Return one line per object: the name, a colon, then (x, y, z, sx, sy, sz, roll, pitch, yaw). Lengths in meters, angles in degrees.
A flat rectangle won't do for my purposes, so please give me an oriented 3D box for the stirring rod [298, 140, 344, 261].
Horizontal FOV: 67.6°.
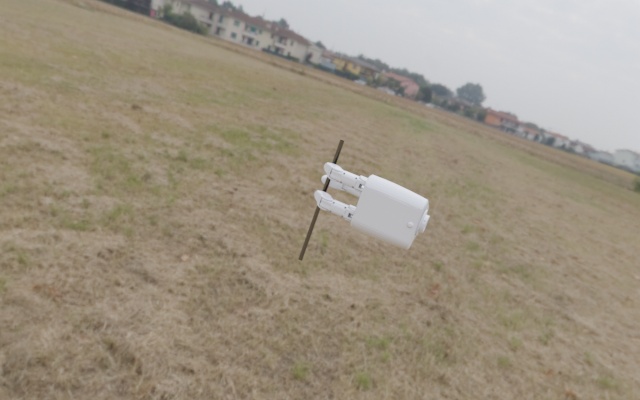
stirring rod: (0.000, 0.003, 0.880, 0.011, 0.239, 0.011, 18, 15, -5)
